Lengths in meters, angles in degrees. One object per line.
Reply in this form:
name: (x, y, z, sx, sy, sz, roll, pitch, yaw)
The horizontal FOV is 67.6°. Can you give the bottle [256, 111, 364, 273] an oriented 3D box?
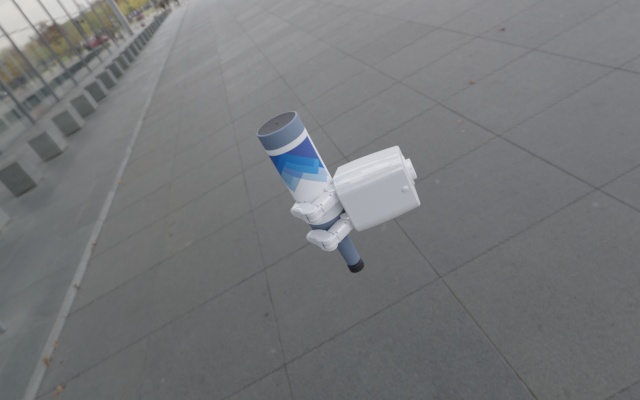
bottle: (0.000, 0.002, 0.755, 0.069, 0.296, 0.069, -22, 29, 13)
